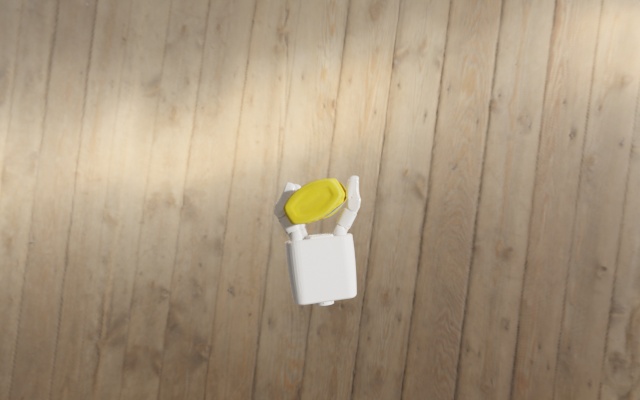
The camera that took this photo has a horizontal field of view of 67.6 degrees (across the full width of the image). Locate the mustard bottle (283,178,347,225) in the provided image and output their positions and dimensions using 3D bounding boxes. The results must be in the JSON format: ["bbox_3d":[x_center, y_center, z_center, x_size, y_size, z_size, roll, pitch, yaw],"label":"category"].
[{"bbox_3d":[0.000,0.002,0.823,0.096,0.058,0.191,-32,-5,6],"label":"mustard bottle"}]
